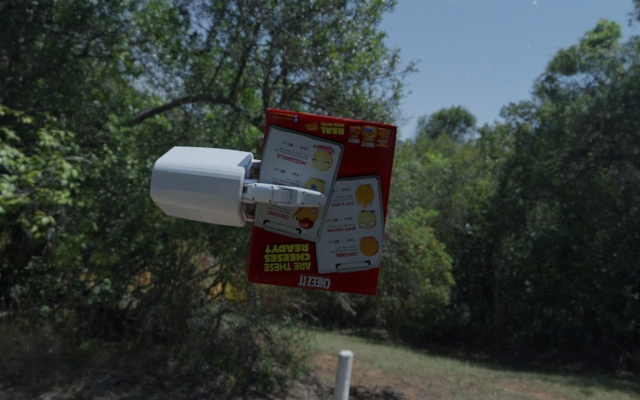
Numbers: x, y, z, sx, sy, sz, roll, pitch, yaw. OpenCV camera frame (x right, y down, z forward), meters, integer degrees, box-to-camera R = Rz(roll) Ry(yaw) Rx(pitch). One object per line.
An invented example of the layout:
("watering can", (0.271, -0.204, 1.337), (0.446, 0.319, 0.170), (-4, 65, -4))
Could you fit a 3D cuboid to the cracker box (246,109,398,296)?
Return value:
("cracker box", (0.000, 0.002, 0.611), (0.164, 0.213, 0.072), (7, 2, -3))
